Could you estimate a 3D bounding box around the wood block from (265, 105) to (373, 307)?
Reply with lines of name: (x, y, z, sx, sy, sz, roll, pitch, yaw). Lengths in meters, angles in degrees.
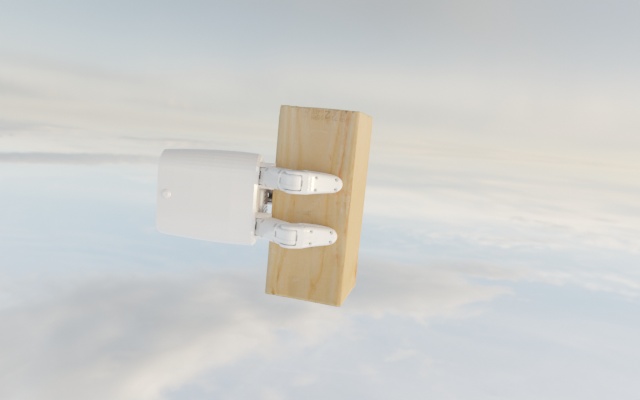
wood block: (0.000, 0.002, 0.546, 0.090, 0.206, 0.091, 7, 8, 13)
